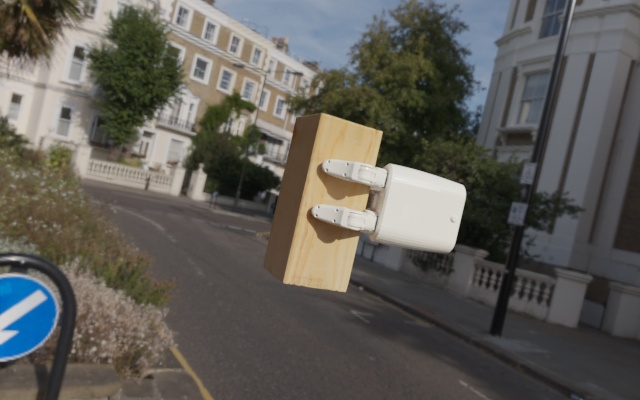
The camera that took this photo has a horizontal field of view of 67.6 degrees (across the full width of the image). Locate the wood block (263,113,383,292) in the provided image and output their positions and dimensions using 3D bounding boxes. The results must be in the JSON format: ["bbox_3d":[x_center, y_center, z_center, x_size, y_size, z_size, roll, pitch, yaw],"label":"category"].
[{"bbox_3d":[0.000,0.002,0.618,0.090,0.206,0.091,13,1,-23],"label":"wood block"}]
